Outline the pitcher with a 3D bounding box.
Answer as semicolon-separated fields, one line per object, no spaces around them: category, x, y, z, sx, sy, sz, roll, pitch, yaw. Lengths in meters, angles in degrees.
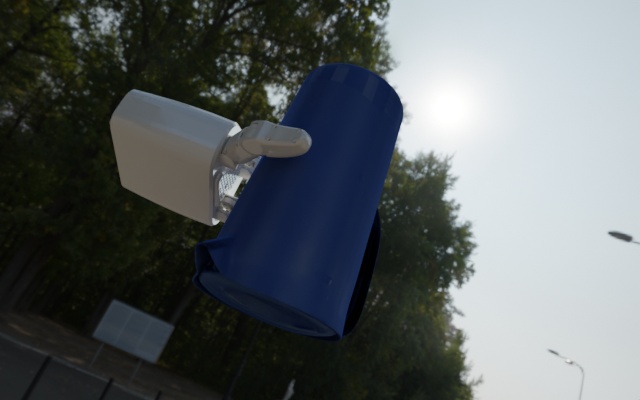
pitcher;0.000;0.001;0.450;0.145;0.242;0.149;20;-23;6
